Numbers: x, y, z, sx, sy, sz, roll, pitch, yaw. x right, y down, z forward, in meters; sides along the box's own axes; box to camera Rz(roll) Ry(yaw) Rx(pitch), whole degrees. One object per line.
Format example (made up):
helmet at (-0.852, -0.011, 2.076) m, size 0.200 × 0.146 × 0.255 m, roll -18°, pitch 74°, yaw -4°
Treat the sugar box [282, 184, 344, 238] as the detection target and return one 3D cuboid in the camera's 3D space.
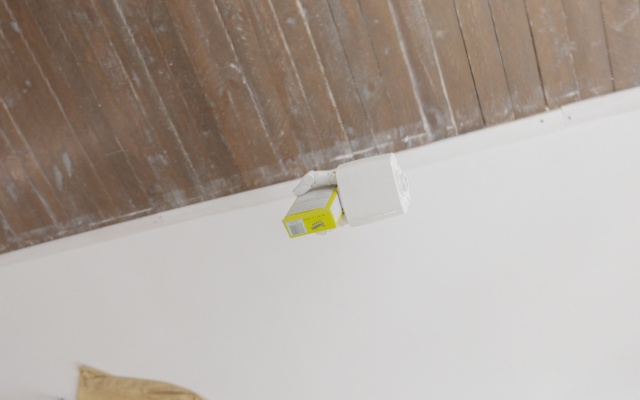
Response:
sugar box at (0.000, 0.003, 0.896) m, size 0.093 × 0.048 × 0.176 m, roll -14°, pitch 19°, yaw 21°
